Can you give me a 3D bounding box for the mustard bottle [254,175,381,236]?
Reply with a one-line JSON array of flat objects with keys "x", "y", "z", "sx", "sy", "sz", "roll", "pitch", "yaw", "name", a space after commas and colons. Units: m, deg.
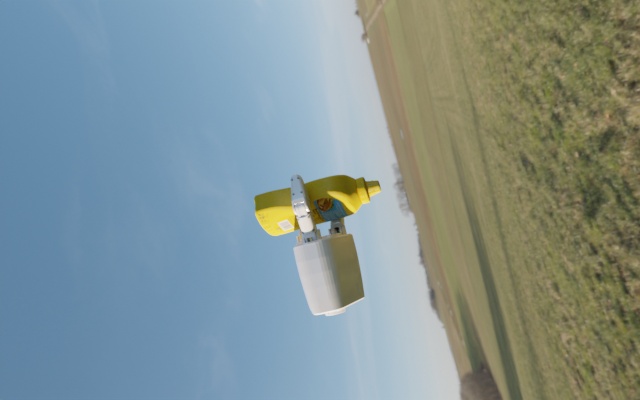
[{"x": 0.000, "y": 0.002, "z": 0.748, "sx": 0.191, "sy": 0.058, "sz": 0.096, "roll": -15, "pitch": -30, "yaw": 11, "name": "mustard bottle"}]
